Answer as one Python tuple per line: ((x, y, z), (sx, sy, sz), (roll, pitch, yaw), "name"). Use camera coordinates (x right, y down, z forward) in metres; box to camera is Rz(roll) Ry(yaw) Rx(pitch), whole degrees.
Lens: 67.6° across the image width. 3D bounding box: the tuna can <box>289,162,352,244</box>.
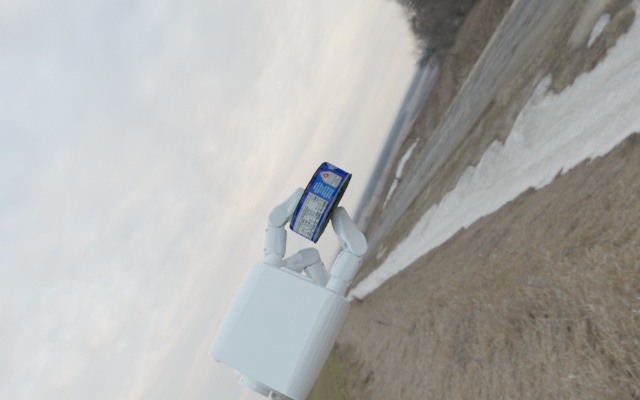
((0.000, 0.001, 0.517), (0.034, 0.086, 0.086), (28, 3, 6), "tuna can")
